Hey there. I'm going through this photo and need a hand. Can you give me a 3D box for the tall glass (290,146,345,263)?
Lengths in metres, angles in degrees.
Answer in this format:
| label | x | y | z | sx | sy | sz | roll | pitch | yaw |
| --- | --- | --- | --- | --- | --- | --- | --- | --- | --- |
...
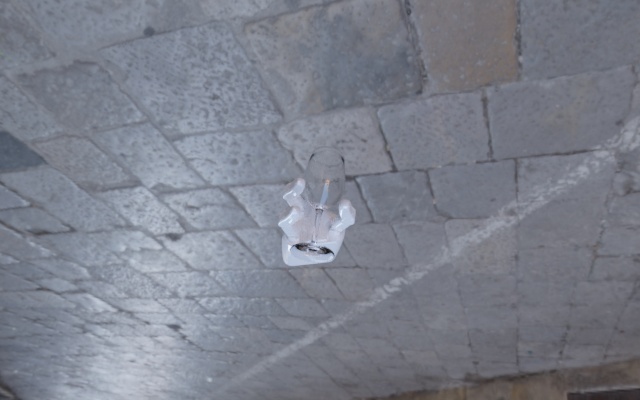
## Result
| label | x | y | z | sx | sy | sz | roll | pitch | yaw |
| --- | --- | --- | --- | --- | --- | --- | --- | --- | --- |
| tall glass | 0.000 | 0.003 | 0.834 | 0.079 | 0.201 | 0.079 | 7 | -30 | 4 |
